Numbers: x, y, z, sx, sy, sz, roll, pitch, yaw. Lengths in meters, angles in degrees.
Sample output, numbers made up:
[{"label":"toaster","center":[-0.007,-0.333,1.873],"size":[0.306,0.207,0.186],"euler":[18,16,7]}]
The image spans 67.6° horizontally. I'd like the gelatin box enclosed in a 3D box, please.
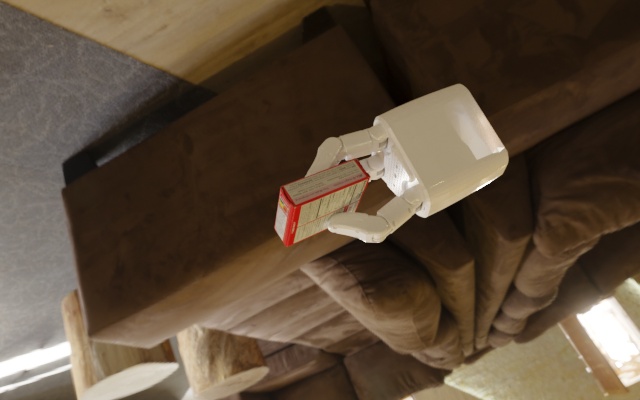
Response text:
[{"label":"gelatin box","center":[0.000,0.002,0.480],"size":[0.089,0.030,0.073],"euler":[-23,-27,-25]}]
